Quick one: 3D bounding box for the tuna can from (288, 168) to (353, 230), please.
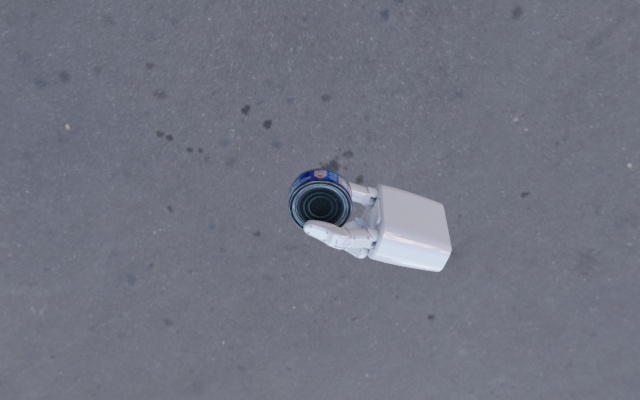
[{"bbox_3d":[0.000,0.002,0.636,0.086,0.086,0.033,0,31,1],"label":"tuna can"}]
